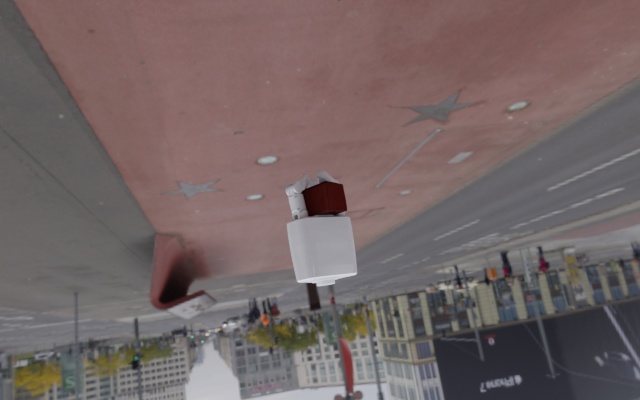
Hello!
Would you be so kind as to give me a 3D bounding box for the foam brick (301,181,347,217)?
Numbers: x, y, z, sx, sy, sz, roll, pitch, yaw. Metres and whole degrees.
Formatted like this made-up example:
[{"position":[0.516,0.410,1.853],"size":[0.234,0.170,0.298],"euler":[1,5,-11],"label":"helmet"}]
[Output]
[{"position":[0.000,0.003,0.849],"size":[0.078,0.051,0.053],"euler":[-20,-17,38],"label":"foam brick"}]
